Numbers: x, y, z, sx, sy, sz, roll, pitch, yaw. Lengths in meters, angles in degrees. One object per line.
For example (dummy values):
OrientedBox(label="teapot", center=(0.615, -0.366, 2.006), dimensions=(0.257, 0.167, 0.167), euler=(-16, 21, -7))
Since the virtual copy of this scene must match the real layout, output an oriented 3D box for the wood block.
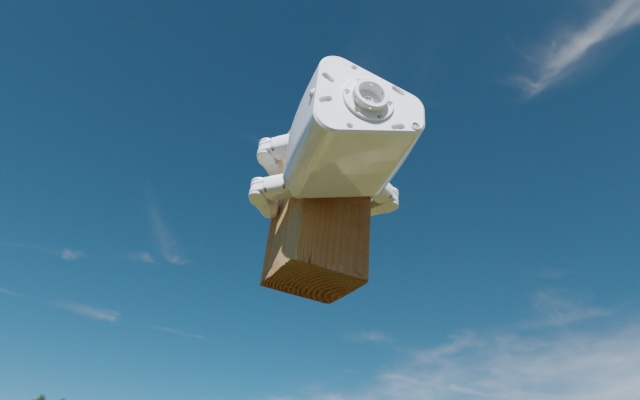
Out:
OrientedBox(label="wood block", center=(0.001, 0.002, 0.557), dimensions=(0.091, 0.206, 0.090), euler=(20, -35, -20))
